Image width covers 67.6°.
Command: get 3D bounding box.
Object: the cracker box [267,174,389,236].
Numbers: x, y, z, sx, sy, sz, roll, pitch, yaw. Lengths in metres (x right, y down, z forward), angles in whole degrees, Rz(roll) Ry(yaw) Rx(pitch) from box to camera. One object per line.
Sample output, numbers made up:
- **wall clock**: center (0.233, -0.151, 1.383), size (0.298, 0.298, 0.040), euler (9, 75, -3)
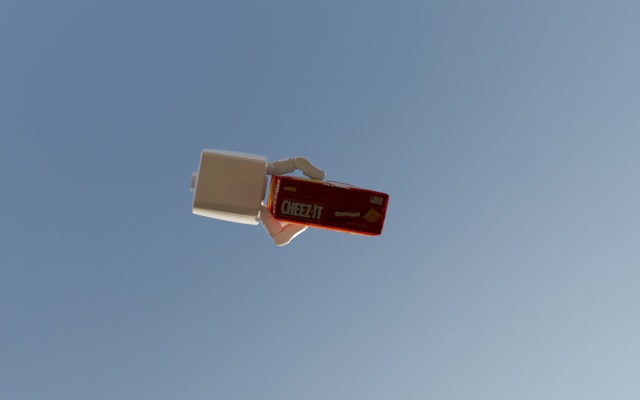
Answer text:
- **cracker box**: center (0.000, 0.002, 0.788), size (0.164, 0.072, 0.213), euler (9, 4, -10)
